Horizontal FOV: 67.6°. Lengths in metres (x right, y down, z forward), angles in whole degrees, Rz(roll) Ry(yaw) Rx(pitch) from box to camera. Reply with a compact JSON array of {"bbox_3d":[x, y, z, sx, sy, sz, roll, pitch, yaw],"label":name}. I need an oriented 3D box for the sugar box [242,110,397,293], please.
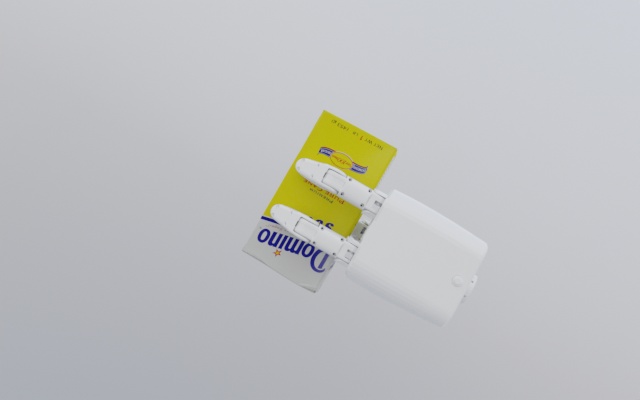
[{"bbox_3d":[0.000,0.002,0.518,0.093,0.176,0.048,29,-4,9],"label":"sugar box"}]
